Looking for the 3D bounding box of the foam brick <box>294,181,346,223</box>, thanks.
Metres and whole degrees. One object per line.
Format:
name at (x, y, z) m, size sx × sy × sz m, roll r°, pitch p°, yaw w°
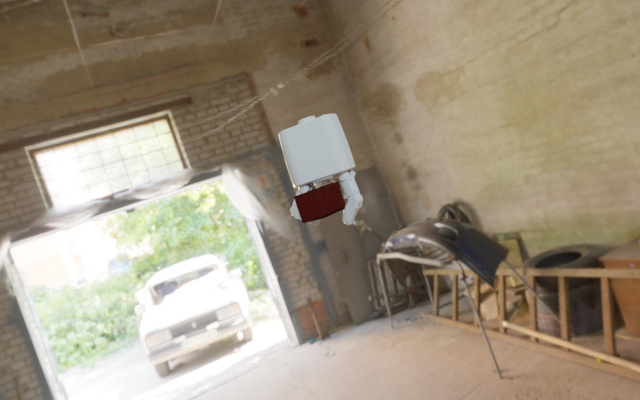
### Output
foam brick at (0.000, 0.003, 0.847) m, size 0.053 × 0.051 × 0.078 m, roll -16°, pitch 3°, yaw 33°
